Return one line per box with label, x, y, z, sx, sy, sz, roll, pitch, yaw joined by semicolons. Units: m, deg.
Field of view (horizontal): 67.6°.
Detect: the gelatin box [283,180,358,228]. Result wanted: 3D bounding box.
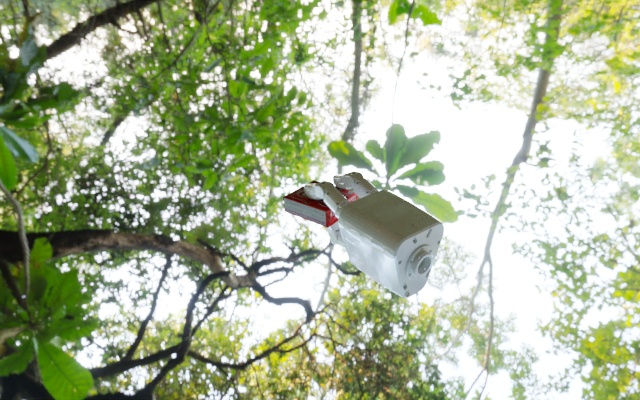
gelatin box;0.000;0.003;0.723;0.089;0.030;0.073;18;34;36
